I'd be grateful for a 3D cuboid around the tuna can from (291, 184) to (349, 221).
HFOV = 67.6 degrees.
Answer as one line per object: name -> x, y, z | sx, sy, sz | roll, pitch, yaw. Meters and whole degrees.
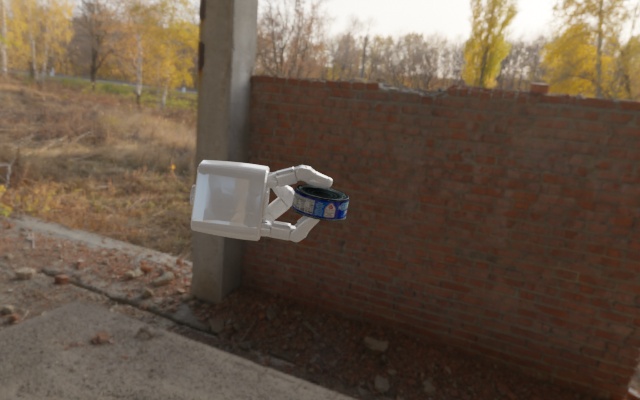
tuna can -> 0.000, 0.002, 0.730 | 0.086, 0.034, 0.086 | 11, 13, -3
